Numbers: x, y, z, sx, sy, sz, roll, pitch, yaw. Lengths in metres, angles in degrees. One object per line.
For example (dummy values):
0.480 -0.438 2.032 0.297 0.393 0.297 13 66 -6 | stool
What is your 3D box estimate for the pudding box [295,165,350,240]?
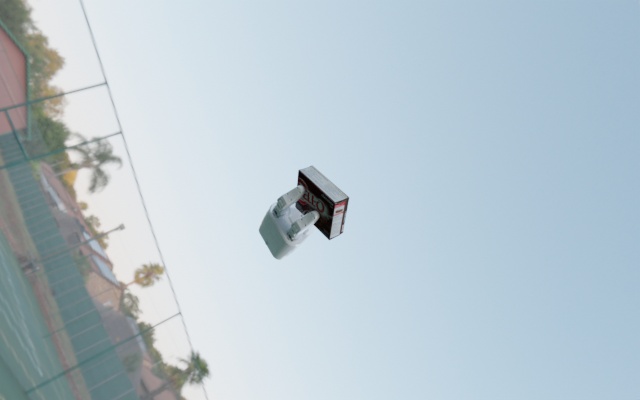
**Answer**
0.000 0.003 0.874 0.039 0.090 0.113 -25 49 -32 | pudding box
